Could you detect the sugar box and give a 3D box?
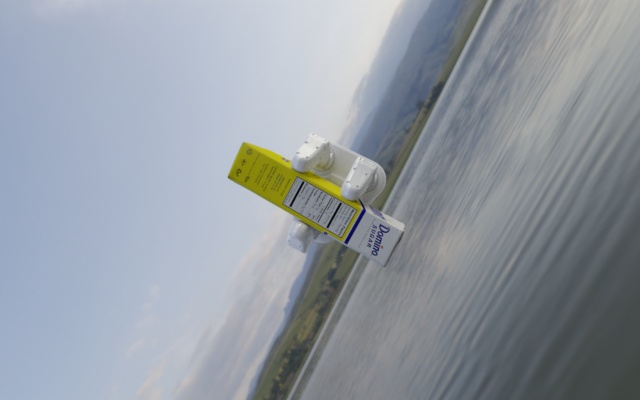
[{"bbox_3d":[0.000,0.001,0.488,0.176,0.048,0.093,27,6,8],"label":"sugar box"}]
